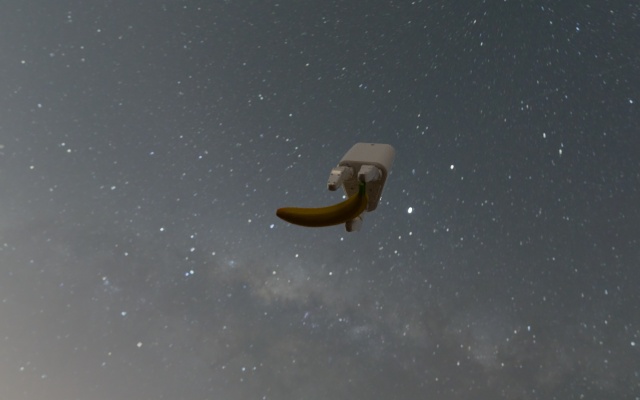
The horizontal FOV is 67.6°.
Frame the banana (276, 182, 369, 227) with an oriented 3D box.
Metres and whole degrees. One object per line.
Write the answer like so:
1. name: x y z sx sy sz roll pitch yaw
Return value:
1. banana: 0.012 0.017 0.866 0.198 0.070 0.037 -19 22 30
